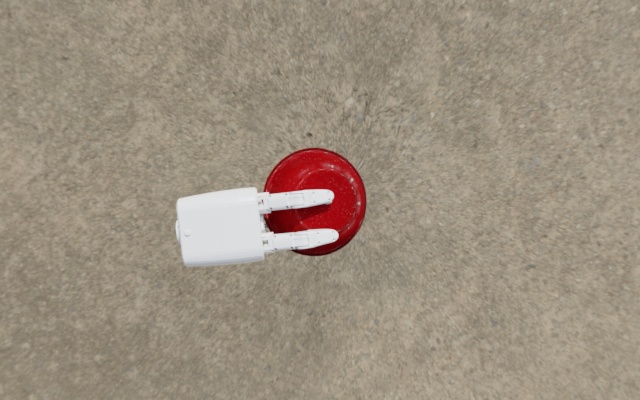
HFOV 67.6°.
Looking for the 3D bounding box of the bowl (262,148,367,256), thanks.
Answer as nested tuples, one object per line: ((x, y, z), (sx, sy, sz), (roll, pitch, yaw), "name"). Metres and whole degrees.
((0.001, 0.002, 0.685), (0.162, 0.162, 0.055), (0, 0, -16), "bowl")
